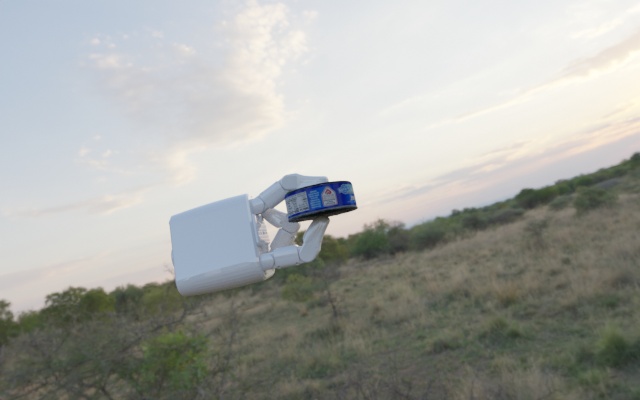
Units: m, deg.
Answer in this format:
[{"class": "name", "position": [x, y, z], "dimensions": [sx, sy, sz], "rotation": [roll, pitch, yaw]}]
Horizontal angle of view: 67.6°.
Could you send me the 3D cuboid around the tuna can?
[{"class": "tuna can", "position": [0.000, 0.001, 0.578], "dimensions": [0.086, 0.033, 0.086], "rotation": [-11, -7, -1]}]
